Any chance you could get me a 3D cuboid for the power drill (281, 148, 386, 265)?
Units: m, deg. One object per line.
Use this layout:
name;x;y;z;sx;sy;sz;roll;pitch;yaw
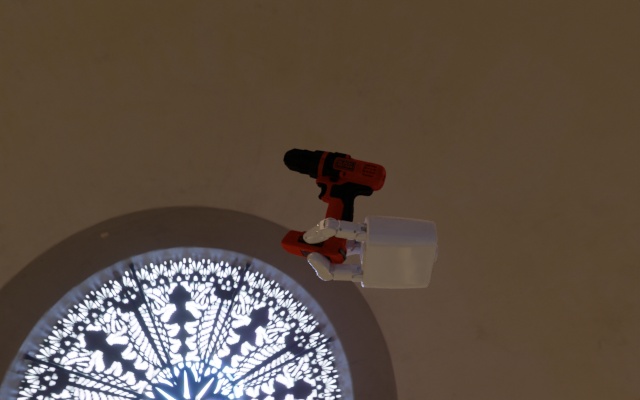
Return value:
power drill;0.000;0.003;0.800;0.184;0.187;0.057;13;-20;18
